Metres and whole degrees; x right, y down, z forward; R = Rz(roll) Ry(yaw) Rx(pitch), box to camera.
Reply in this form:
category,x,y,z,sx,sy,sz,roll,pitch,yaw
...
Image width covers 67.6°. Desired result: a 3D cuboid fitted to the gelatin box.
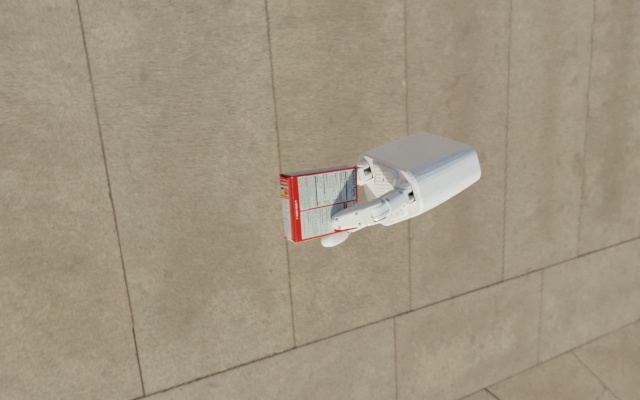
category,x,y,z,sx,sy,sz,roll,pitch,yaw
gelatin box,0.000,0.002,0.535,0.089,0.073,0.030,-11,14,-32
